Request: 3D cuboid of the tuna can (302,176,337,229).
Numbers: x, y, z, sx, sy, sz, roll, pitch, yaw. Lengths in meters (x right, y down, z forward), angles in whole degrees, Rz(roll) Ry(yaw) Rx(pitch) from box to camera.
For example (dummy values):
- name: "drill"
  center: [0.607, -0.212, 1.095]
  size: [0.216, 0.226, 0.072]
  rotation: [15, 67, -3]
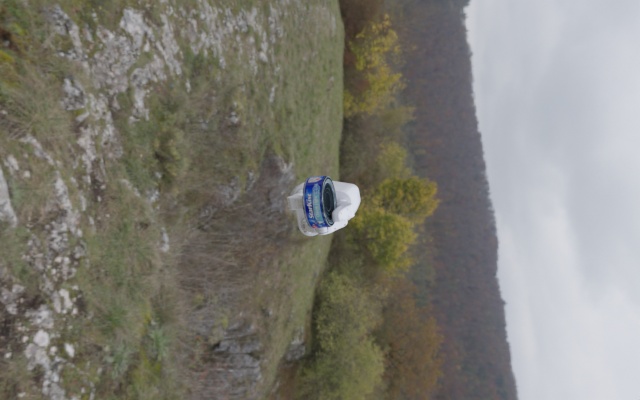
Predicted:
- name: "tuna can"
  center: [0.001, 0.003, 0.785]
  size: [0.034, 0.086, 0.086]
  rotation: [-4, -1, 17]
